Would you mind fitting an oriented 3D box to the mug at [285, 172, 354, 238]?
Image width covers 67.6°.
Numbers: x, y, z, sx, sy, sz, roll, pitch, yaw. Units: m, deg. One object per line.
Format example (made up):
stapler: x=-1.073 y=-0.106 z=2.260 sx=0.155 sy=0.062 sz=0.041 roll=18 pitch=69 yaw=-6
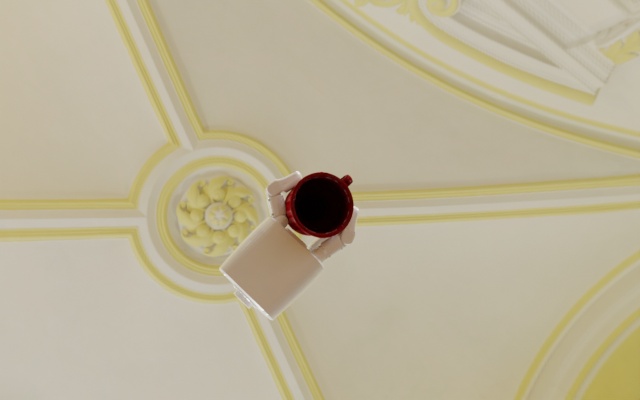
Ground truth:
mug: x=0.001 y=0.001 z=0.708 sx=0.117 sy=0.093 sz=0.081 roll=-44 pitch=7 yaw=-16
